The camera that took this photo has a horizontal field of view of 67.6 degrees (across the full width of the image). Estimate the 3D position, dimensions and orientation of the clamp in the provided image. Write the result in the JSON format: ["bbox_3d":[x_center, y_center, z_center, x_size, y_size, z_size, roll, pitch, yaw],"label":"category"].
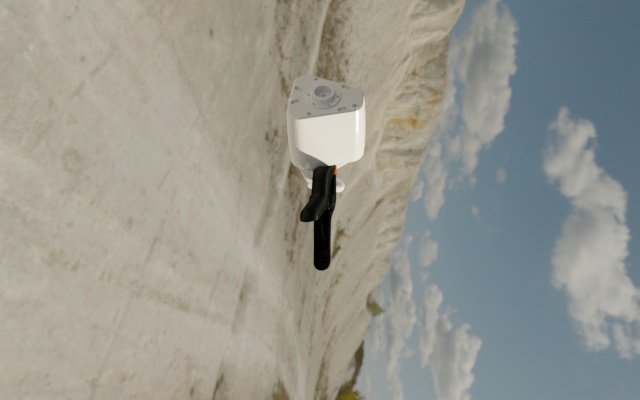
[{"bbox_3d":[0.001,0.002,0.698,0.039,0.171,0.120,0,-35,6],"label":"clamp"}]
